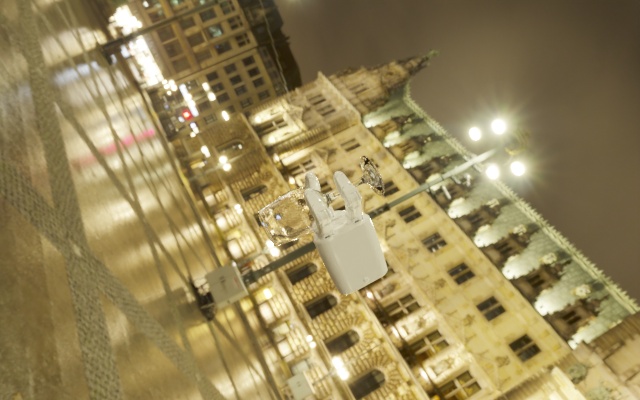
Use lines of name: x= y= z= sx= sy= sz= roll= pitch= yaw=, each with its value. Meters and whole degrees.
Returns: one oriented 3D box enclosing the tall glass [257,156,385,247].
tall glass: x=0.001 y=0.002 z=0.780 sx=0.201 sy=0.079 sz=0.079 roll=-27 pitch=5 yaw=-11
